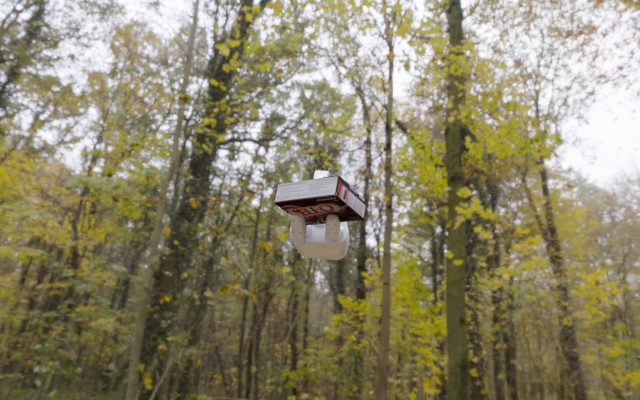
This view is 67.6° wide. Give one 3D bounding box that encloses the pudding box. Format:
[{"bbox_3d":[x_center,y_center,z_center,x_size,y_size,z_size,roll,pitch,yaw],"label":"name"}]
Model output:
[{"bbox_3d":[0.000,0.002,0.725,0.113,0.039,0.090,-9,-28,31],"label":"pudding box"}]
